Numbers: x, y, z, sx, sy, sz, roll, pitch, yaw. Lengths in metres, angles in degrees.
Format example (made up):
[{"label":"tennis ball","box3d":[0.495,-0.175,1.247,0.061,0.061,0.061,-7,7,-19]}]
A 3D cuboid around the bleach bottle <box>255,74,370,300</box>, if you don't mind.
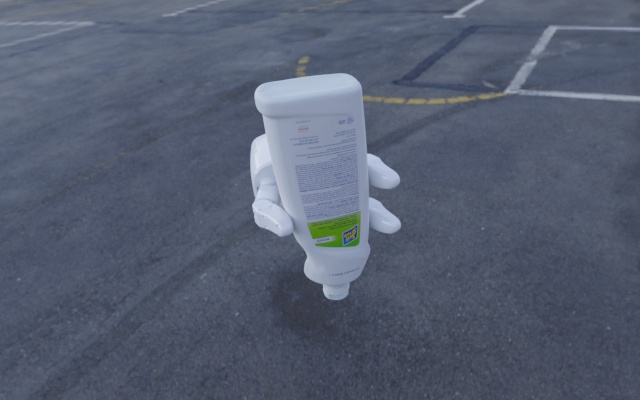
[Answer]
[{"label":"bleach bottle","box3d":[0.000,0.002,0.502,0.102,0.251,0.068,-9,30,-6]}]
